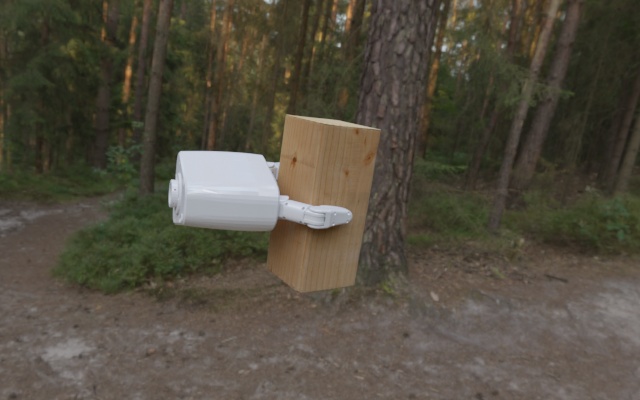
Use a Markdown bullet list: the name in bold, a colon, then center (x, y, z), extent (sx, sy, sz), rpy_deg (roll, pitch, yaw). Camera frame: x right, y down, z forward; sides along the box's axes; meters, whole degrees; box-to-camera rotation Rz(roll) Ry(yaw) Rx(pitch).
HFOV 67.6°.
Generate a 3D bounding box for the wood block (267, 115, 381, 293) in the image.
- **wood block**: center (0.000, 0.002, 0.614), extent (0.090, 0.206, 0.090), rpy_deg (0, 15, -35)
